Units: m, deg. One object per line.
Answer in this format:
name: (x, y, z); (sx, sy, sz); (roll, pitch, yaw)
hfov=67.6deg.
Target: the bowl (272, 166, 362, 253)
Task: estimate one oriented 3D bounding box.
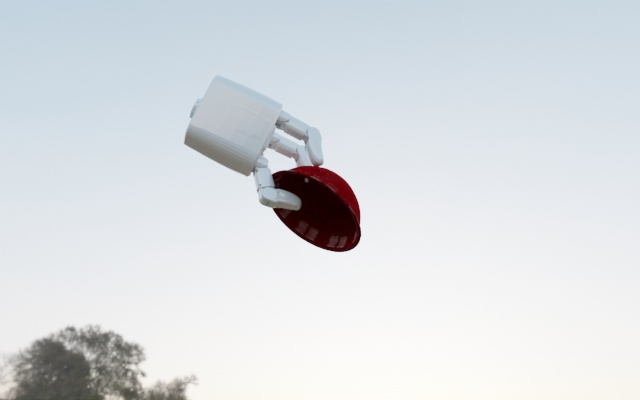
bowl: (0.001, 0.003, 0.704); (0.162, 0.162, 0.055); (0, 41, 44)
